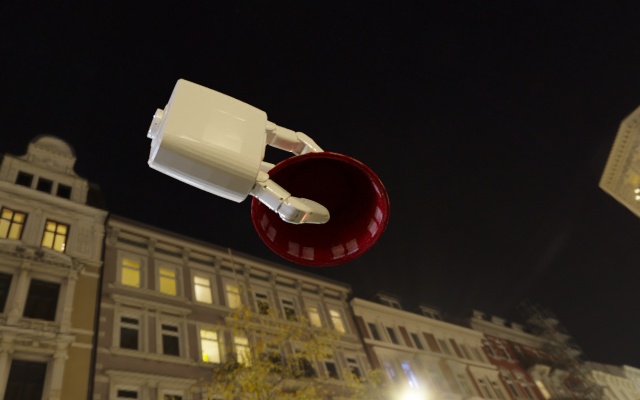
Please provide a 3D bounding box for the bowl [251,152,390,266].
[{"bbox_3d":[0.001,0.002,0.580,0.162,0.162,0.055,0,33,0],"label":"bowl"}]
